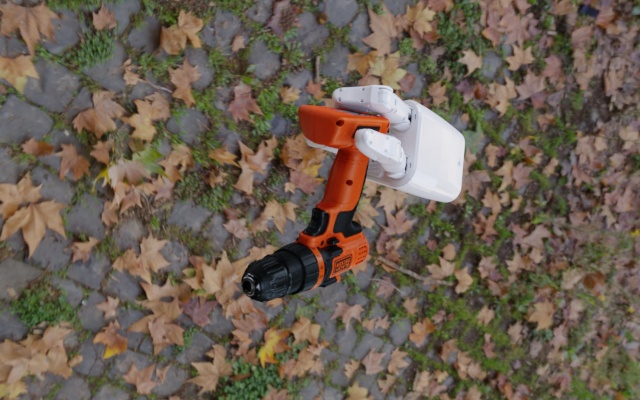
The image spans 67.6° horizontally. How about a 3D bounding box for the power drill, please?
[{"bbox_3d":[0.000,0.001,0.482,0.057,0.188,0.184,23,20,30],"label":"power drill"}]
